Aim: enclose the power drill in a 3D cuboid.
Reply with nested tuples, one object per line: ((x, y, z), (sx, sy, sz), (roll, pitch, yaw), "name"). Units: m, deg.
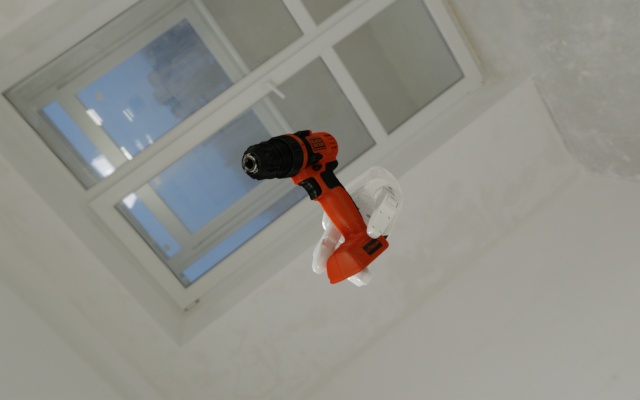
((0.000, 0.002, 0.581), (0.057, 0.187, 0.184), (-30, -3, 32), "power drill")
